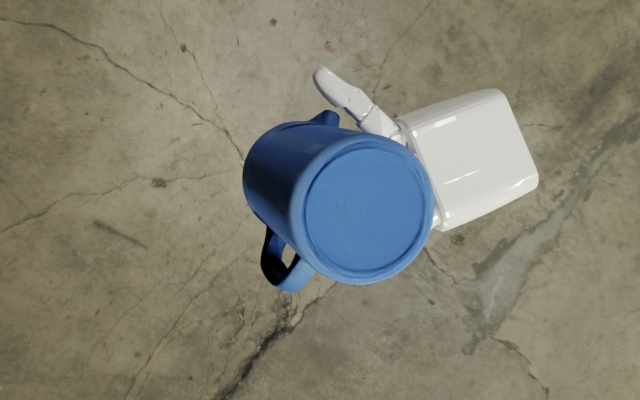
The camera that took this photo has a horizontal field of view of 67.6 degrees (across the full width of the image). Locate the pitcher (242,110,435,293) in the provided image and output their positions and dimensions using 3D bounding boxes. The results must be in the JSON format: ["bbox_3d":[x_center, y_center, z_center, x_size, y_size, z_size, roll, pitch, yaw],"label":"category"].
[{"bbox_3d":[0.000,0.001,0.441,0.145,0.149,0.243,-21,13,-10],"label":"pitcher"}]
